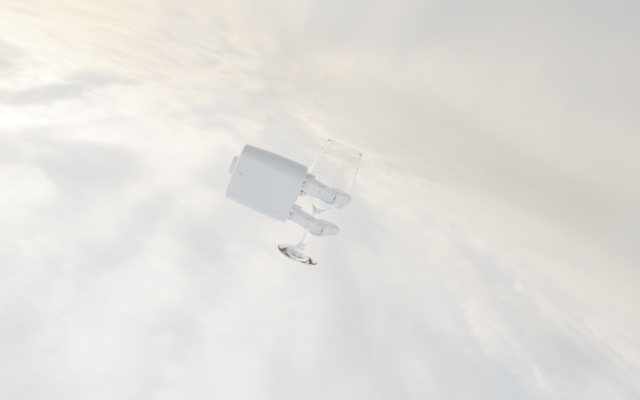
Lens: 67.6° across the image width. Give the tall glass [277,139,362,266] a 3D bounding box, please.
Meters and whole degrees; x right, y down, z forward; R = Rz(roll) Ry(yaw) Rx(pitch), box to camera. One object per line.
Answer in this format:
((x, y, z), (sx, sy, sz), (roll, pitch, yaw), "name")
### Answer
((0.000, 0.003, 0.788), (0.079, 0.201, 0.079), (23, 12, -5), "tall glass")
